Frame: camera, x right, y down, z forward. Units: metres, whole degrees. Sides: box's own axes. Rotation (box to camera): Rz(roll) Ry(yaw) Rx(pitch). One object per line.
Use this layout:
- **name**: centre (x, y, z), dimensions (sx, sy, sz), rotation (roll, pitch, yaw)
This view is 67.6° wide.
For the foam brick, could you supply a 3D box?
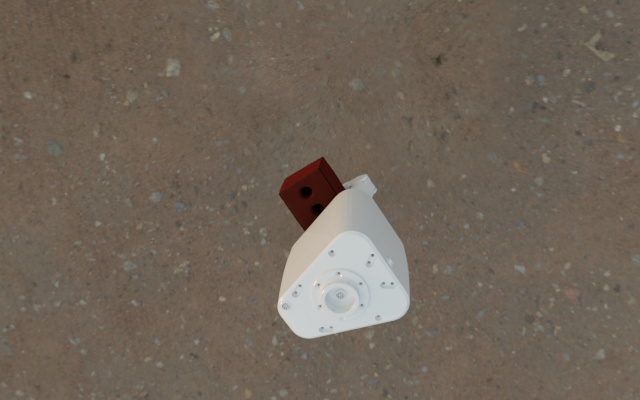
- **foam brick**: centre (0.000, 0.001, 0.515), dimensions (0.053, 0.078, 0.051), rotation (-32, 13, 16)
